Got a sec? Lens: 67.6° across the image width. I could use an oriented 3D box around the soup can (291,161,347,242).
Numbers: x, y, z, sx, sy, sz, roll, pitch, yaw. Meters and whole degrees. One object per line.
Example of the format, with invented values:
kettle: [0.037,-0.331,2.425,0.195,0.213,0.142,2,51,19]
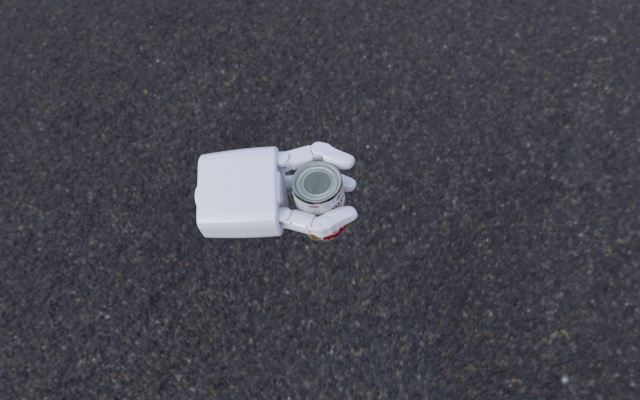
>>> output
soup can: [0.001,0.002,0.647,0.068,0.068,0.102,0,-32,7]
